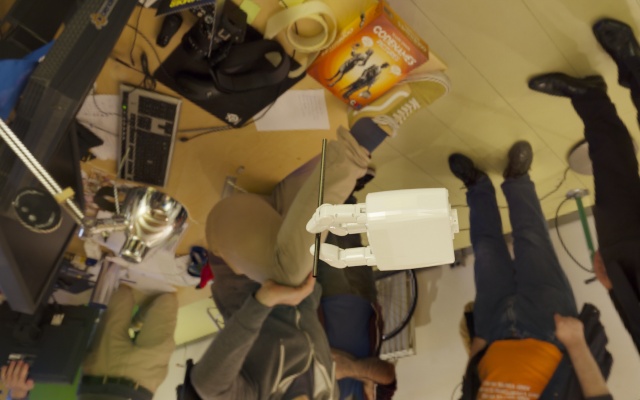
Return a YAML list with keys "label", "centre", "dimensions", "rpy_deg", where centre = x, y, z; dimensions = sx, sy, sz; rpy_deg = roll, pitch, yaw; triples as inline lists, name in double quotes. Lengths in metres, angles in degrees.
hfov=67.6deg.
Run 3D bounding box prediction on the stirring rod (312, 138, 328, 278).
- label: "stirring rod"
  centre: [0.000, 0.002, 0.708]
  dimensions: [0.011, 0.239, 0.011]
  rpy_deg: [3, -33, 2]
